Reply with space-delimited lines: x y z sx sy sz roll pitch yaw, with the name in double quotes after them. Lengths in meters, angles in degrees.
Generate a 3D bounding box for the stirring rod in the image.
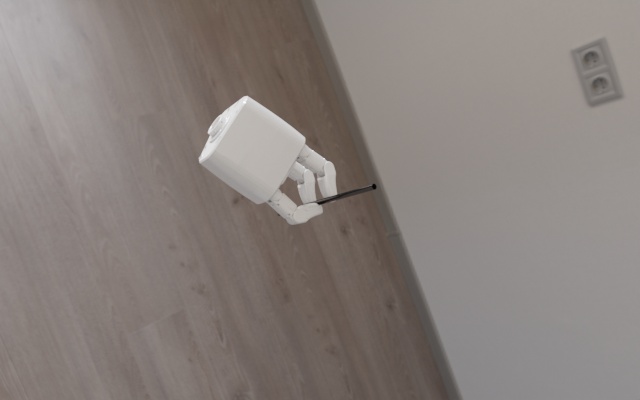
0.000 0.002 0.720 0.011 0.011 0.239 0 -10 -36 "stirring rod"
